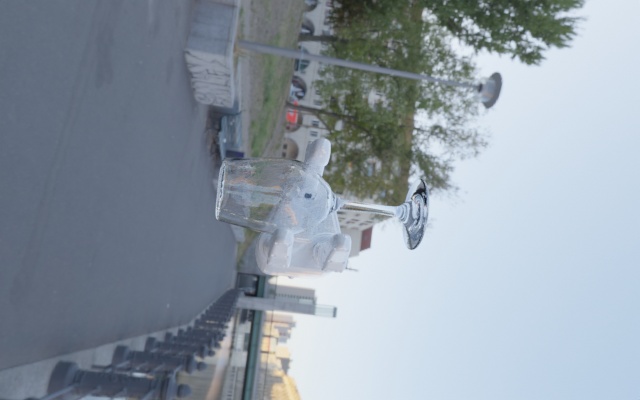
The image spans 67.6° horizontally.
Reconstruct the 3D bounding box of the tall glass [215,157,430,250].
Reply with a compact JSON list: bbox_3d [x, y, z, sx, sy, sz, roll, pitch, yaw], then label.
[{"bbox_3d":[0.001,0.002,0.479,0.201,0.079,0.079,8,-1,-7],"label":"tall glass"}]
